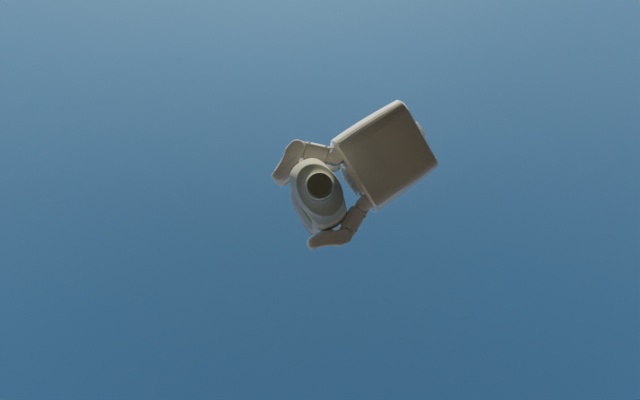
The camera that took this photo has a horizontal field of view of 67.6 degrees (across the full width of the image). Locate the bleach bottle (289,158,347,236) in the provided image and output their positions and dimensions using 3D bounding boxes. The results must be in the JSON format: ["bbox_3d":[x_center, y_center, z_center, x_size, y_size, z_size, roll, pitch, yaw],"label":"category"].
[{"bbox_3d":[0.000,0.002,0.641,0.068,0.102,0.251,-33,-3,-4],"label":"bleach bottle"}]
